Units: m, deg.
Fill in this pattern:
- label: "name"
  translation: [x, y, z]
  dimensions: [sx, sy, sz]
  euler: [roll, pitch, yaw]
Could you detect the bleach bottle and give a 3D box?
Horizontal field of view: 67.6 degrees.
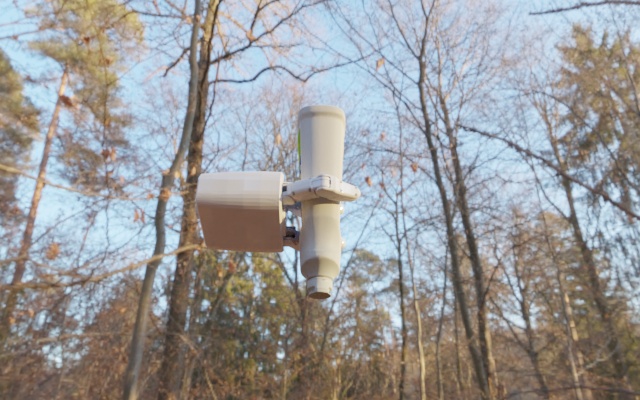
- label: "bleach bottle"
  translation: [0.000, 0.002, 0.632]
  dimensions: [0.068, 0.250, 0.103]
  euler: [1, -29, -1]
